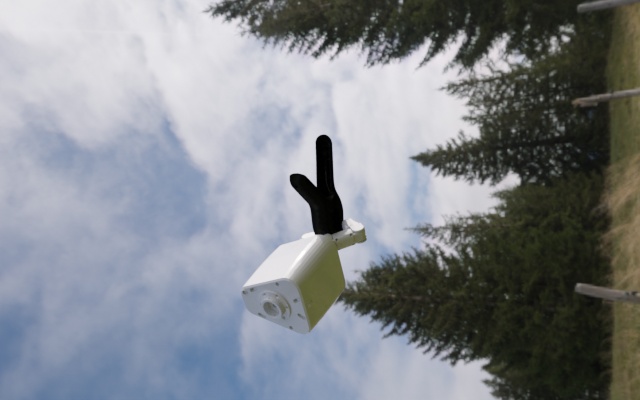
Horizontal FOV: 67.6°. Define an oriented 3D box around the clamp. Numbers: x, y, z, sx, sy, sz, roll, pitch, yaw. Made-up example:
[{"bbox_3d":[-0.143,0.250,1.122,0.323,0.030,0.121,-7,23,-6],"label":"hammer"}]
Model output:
[{"bbox_3d":[0.000,0.002,0.695,0.039,0.171,0.120,1,27,31],"label":"clamp"}]
